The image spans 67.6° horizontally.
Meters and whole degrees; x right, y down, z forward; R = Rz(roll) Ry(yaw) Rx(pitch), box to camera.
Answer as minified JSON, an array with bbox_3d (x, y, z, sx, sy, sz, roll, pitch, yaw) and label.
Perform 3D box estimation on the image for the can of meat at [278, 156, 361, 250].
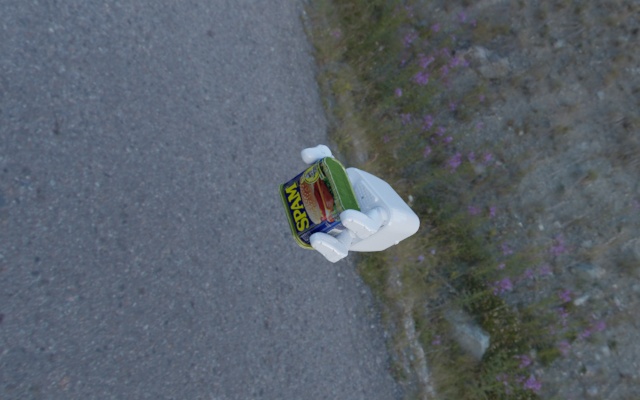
[{"bbox_3d":[0.000,0.002,0.645,0.084,0.102,0.057,-32,-28,26],"label":"can of meat"}]
